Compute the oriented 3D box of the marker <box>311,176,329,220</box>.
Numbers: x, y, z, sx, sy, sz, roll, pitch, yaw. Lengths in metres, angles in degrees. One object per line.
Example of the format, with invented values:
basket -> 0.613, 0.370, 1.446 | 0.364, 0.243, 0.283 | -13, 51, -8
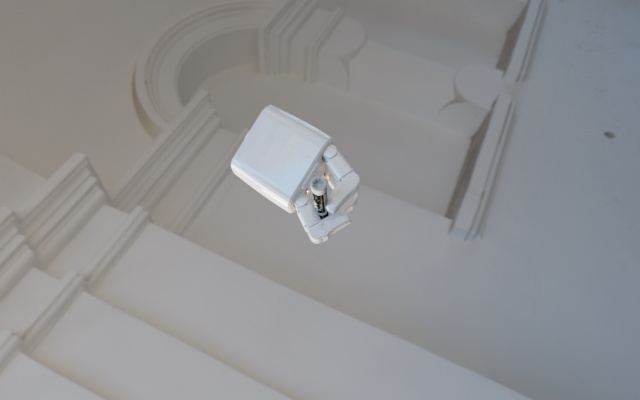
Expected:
marker -> 0.000, 0.002, 0.614 | 0.020, 0.020, 0.121 | 0, -21, 3
